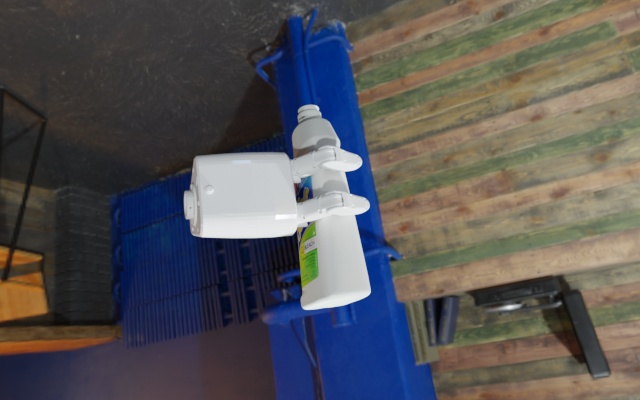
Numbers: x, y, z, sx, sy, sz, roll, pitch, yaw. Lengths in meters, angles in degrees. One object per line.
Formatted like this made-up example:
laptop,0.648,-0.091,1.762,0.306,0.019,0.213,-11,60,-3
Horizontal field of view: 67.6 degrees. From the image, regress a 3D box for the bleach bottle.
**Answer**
bleach bottle,0.000,0.002,0.597,0.068,0.250,0.103,-2,-19,-22
